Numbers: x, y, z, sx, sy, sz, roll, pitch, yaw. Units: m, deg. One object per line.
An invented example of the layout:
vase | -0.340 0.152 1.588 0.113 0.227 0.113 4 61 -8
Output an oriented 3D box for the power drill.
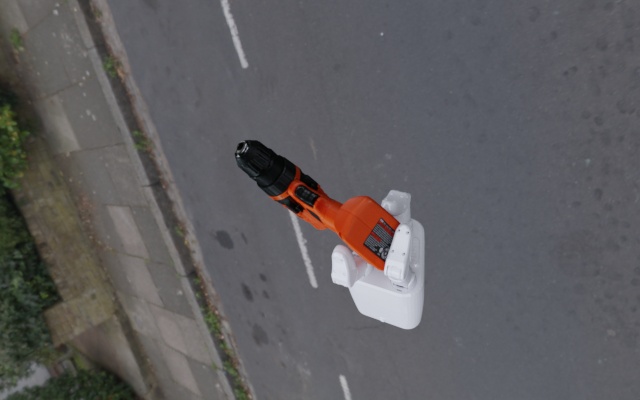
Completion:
power drill | 0.000 0.002 0.565 0.184 0.057 0.187 37 -5 -42
